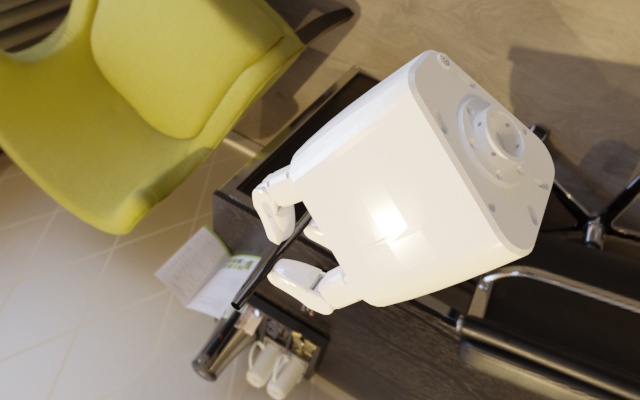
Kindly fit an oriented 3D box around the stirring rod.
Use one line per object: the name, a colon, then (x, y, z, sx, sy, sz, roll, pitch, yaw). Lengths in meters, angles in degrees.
stirring rod: (0.000, 0.001, 0.404, 0.011, 0.011, 0.239, 0, 36, 37)
